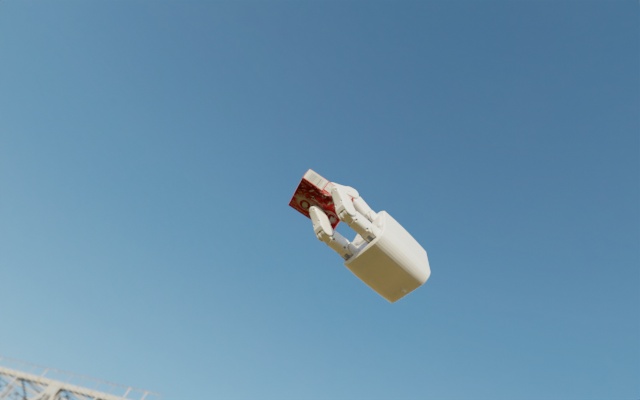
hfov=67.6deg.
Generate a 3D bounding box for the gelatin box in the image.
[{"bbox_3d":[0.000,0.002,0.781,0.089,0.073,0.030,34,45,3],"label":"gelatin box"}]
